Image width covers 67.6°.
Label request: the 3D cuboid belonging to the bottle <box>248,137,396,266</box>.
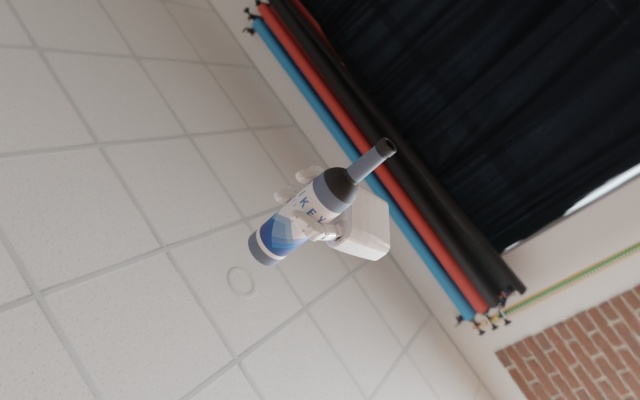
[{"bbox_3d":[0.000,0.003,0.747,0.296,0.069,0.069,-40,-23,30],"label":"bottle"}]
